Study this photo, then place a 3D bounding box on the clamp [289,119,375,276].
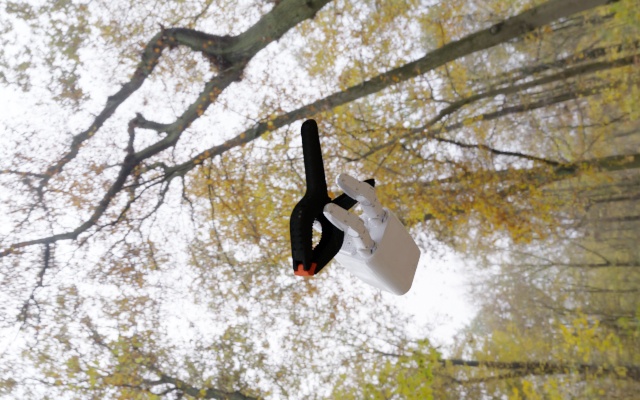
[{"bbox_3d":[-0.001,0.003,0.660,0.036,0.210,0.165,-10,-45,42],"label":"clamp"}]
